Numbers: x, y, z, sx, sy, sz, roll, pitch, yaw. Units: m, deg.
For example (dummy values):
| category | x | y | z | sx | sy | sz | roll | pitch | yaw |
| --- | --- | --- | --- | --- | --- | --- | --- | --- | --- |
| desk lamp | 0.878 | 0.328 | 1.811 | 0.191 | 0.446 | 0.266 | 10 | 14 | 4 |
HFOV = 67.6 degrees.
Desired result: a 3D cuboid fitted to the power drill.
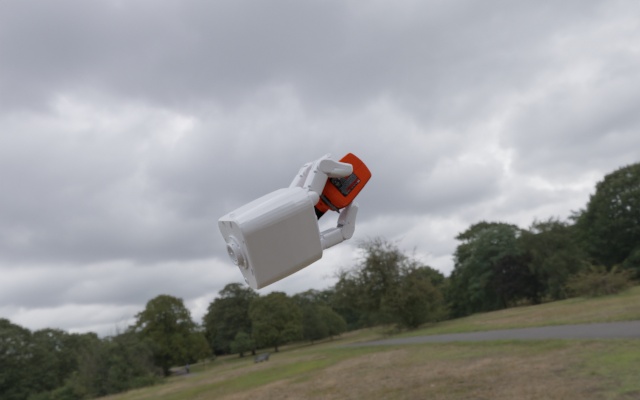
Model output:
| category | x | y | z | sx | sy | sz | roll | pitch | yaw |
| --- | --- | --- | --- | --- | --- | --- | --- | --- | --- |
| power drill | 0.000 | 0.002 | 0.775 | 0.188 | 0.057 | 0.184 | -43 | 4 | 45 |
